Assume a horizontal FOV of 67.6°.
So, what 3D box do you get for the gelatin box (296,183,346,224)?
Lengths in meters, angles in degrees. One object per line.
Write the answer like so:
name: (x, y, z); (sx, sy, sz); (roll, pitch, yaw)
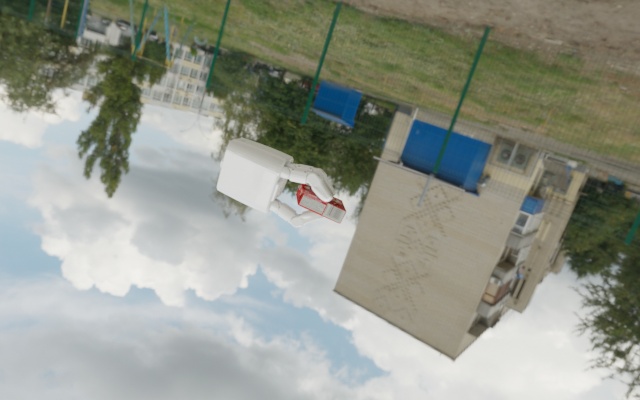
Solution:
gelatin box: (0.000, 0.003, 0.879); (0.089, 0.030, 0.073); (25, 12, -10)
